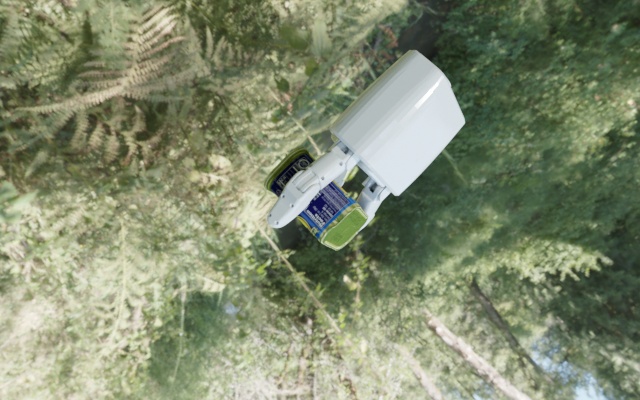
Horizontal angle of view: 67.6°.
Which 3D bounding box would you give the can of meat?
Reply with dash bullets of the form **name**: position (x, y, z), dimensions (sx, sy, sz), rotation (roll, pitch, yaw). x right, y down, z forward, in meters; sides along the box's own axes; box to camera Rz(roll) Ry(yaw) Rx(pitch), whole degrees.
- **can of meat**: position (0.000, 0.002, 0.493), dimensions (0.084, 0.057, 0.102), rotation (46, 2, 17)
